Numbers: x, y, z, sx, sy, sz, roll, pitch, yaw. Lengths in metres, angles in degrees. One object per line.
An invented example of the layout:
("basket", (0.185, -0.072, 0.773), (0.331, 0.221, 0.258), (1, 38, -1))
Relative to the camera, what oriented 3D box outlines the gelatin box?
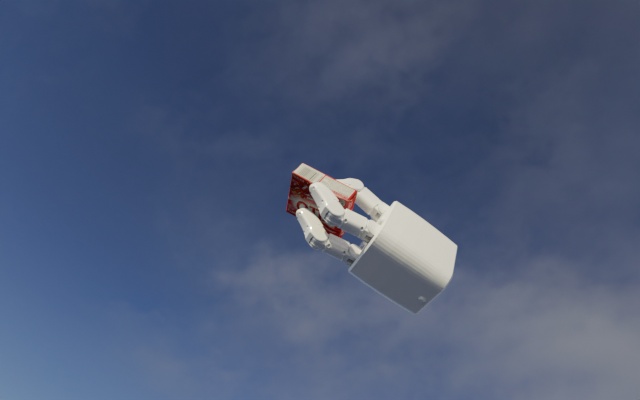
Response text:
("gelatin box", (0.000, 0.002, 0.643), (0.089, 0.073, 0.030), (28, 44, 16))
